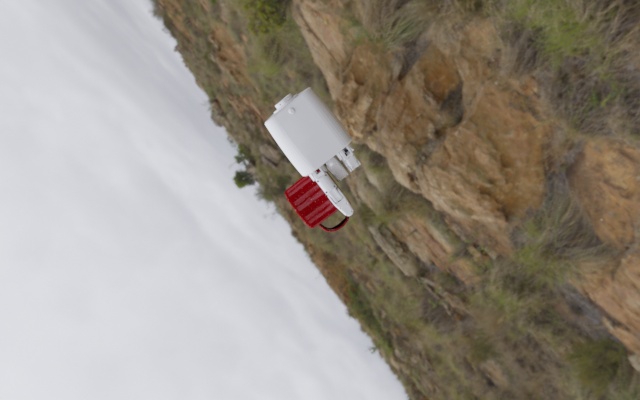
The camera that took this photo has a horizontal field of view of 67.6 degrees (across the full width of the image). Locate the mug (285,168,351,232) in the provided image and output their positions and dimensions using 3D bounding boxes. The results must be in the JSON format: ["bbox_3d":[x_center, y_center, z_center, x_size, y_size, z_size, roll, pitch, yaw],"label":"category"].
[{"bbox_3d":[0.001,0.004,0.824,0.081,0.117,0.093,-37,13,3],"label":"mug"}]
